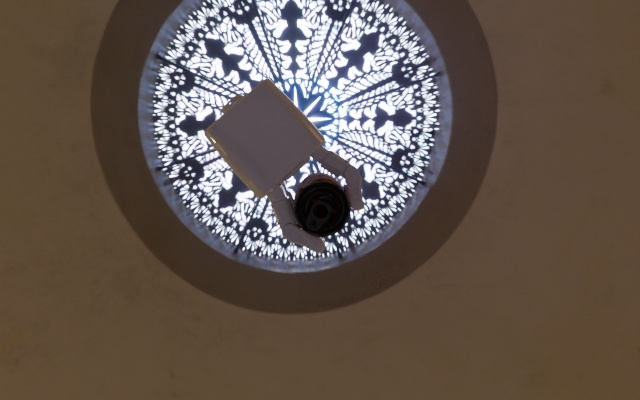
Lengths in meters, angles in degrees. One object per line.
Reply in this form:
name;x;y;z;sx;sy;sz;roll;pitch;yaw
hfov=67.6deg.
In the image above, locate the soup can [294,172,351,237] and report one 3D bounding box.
soup can;0.001;0.002;0.615;0.068;0.068;0.102;0;10;-2
